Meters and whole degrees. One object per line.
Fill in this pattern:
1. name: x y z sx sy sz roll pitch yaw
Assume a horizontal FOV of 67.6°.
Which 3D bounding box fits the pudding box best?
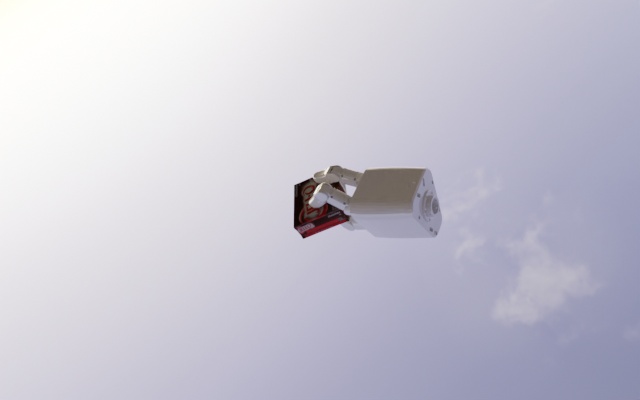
1. pudding box: 0.000 0.003 0.818 0.090 0.039 0.113 -22 37 16
